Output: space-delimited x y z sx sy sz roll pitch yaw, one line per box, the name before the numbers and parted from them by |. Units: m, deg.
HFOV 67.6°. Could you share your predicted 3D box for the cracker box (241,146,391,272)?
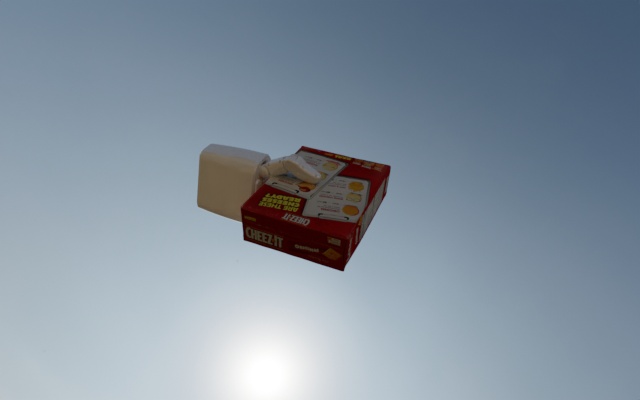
cracker box | 0.000 0.002 0.746 0.164 0.072 0.213 15 37 17
